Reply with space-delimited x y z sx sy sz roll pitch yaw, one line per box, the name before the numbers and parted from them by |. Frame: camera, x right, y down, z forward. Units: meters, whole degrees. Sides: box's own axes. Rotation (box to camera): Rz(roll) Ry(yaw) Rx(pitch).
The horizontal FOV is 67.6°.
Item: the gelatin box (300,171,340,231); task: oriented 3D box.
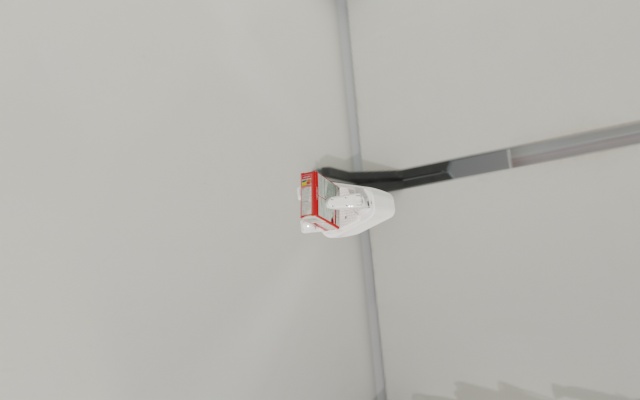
gelatin box | 0.000 0.002 0.756 0.030 0.073 0.089 -9 -20 25
